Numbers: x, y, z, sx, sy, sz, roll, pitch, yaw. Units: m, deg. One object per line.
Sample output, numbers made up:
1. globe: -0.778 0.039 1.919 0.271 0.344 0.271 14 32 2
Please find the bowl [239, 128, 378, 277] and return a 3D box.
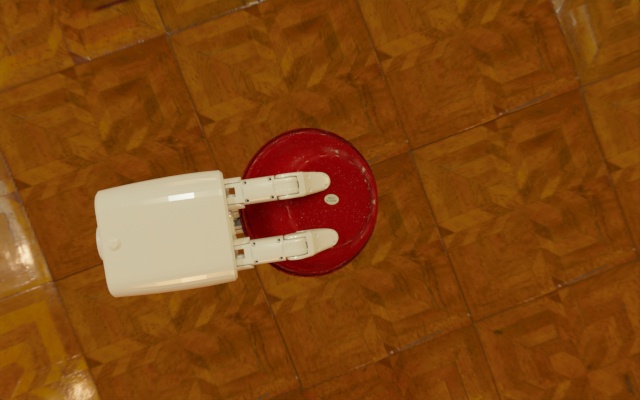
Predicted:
1. bowl: 0.001 0.001 0.492 0.162 0.162 0.055 0 -1 -22
